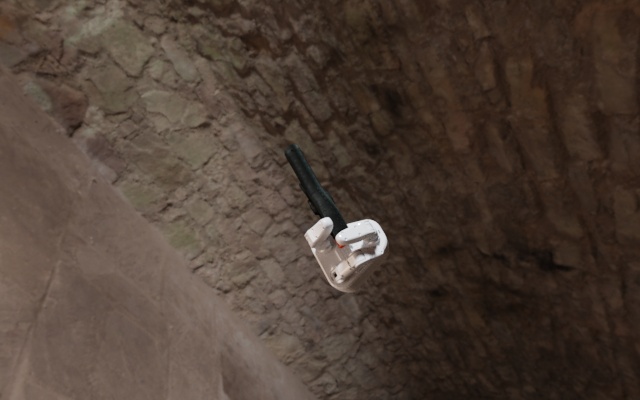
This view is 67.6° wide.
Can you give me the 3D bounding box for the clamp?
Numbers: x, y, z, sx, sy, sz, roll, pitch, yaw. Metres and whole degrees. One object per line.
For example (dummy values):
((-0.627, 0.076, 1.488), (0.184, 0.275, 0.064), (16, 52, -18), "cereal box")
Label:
((0.001, 0.002, 0.737), (0.039, 0.171, 0.120), (-30, -19, 2), "clamp")
